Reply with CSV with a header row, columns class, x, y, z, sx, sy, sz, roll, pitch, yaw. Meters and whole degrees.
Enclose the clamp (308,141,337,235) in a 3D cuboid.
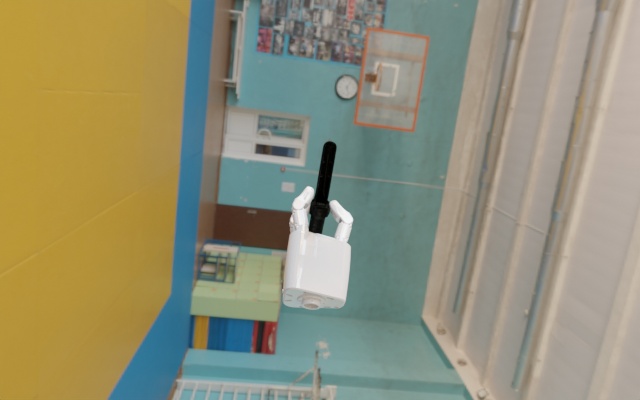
class,x,y,z,sx,sy,sz,roll,pitch,yaw
clamp,0.001,0.004,0.897,0.036,0.164,0.210,10,-32,-2
